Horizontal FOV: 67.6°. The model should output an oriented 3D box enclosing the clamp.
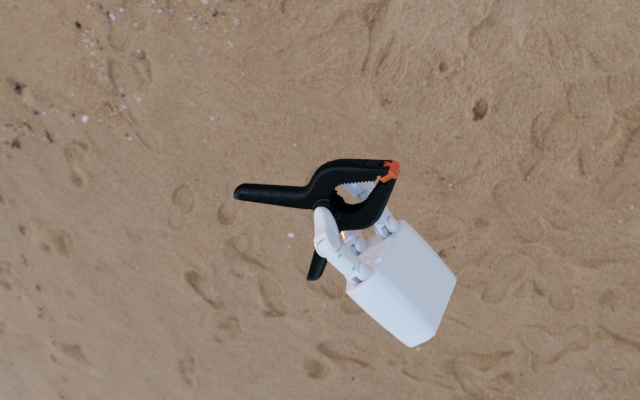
[{"bbox_3d":[0.000,0.002,0.578,0.210,0.164,0.036,-38,15,35],"label":"clamp"}]
